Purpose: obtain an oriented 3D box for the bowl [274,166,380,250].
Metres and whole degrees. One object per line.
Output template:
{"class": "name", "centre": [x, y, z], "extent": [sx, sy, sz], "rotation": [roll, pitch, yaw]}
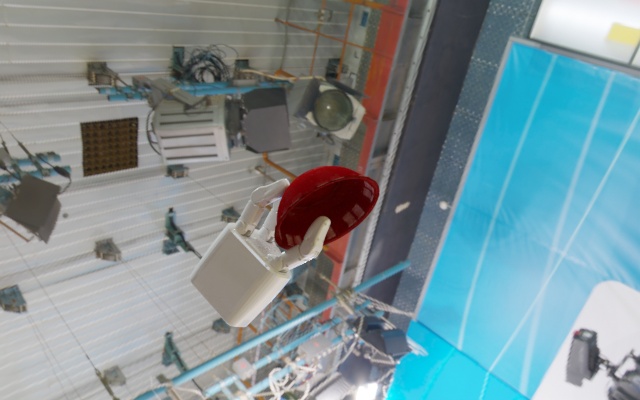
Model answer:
{"class": "bowl", "centre": [0.001, 0.001, 0.671], "extent": [0.162, 0.055, 0.162], "rotation": [-22, -31, -14]}
